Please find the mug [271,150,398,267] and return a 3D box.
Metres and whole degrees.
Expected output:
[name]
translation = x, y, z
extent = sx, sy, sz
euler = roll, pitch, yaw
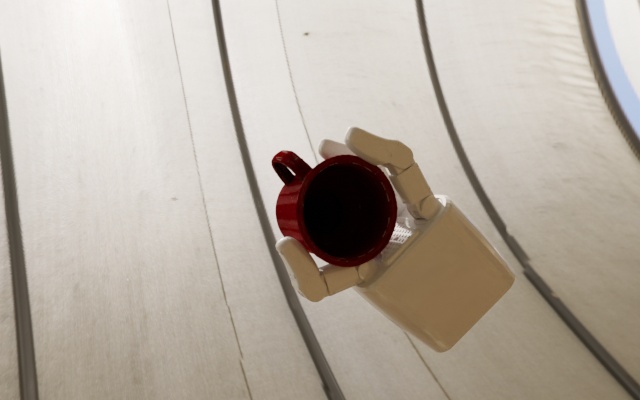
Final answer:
[mug]
translation = -0.001, 0.001, 0.427
extent = 0.117, 0.093, 0.081
euler = 43, -16, -16
